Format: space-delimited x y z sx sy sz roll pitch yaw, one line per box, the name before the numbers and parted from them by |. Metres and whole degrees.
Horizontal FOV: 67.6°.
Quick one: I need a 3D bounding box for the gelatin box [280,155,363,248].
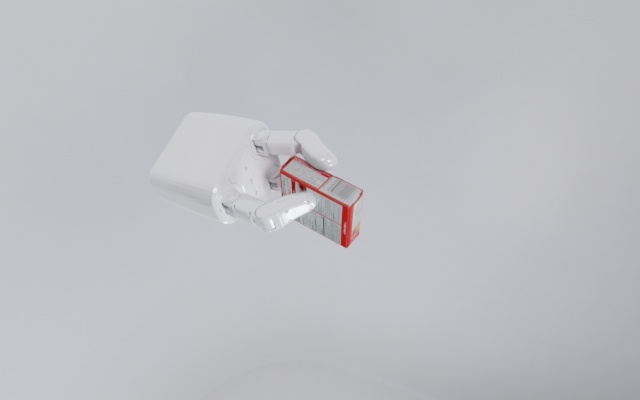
gelatin box | 0.000 0.002 0.505 0.089 0.073 0.030 28 56 22
